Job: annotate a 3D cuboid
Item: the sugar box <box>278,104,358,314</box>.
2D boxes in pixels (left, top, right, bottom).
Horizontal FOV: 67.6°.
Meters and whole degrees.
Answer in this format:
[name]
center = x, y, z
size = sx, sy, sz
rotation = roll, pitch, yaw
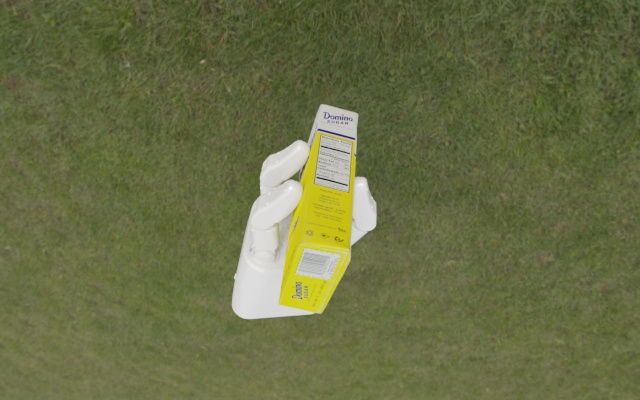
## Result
[sugar box]
center = -0.001, 0.001, 0.438
size = 0.048, 0.176, 0.093
rotation = 12, -44, -9
